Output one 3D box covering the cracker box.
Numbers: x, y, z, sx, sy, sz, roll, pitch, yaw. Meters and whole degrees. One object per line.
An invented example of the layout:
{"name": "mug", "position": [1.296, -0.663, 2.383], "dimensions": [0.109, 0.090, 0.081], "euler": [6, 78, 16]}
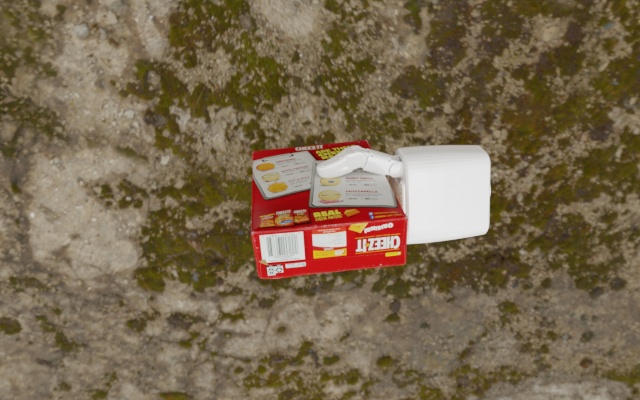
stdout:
{"name": "cracker box", "position": [0.000, 0.002, 0.590], "dimensions": [0.164, 0.072, 0.213], "euler": [-6, 29, -5]}
